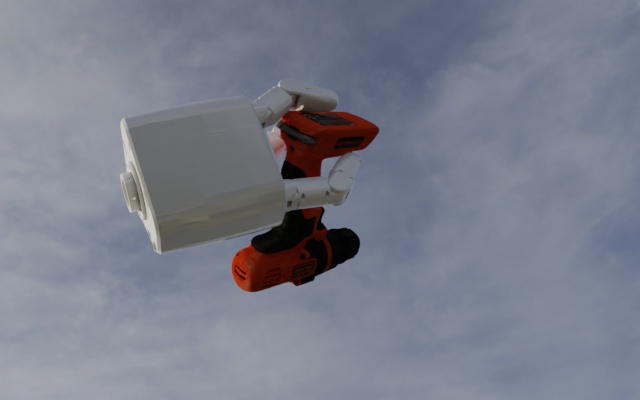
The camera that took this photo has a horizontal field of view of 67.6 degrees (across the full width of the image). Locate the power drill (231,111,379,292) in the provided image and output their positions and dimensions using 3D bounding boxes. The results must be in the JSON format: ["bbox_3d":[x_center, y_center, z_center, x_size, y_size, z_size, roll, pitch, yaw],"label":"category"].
[{"bbox_3d":[0.000,0.001,0.509,0.057,0.188,0.184,30,25,33],"label":"power drill"}]
